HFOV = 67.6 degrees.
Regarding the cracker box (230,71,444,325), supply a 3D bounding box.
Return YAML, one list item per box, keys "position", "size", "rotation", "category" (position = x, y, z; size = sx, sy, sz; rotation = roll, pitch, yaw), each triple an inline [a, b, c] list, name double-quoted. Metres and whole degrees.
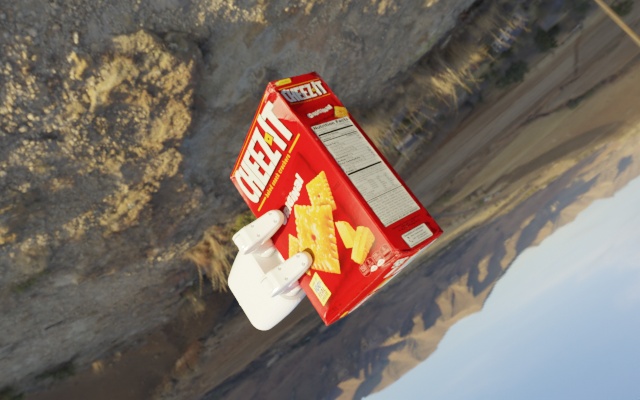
- position: [0.000, 0.002, 0.505]
  size: [0.072, 0.213, 0.164]
  rotation: [-23, -21, -37]
  category: "cracker box"
